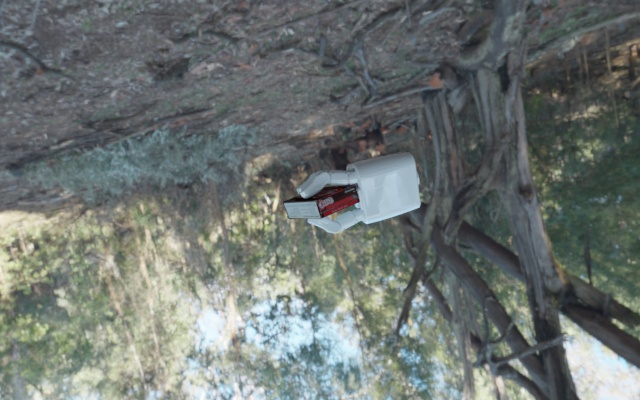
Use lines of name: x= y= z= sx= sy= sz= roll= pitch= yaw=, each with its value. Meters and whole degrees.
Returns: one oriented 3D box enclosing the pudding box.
pudding box: x=0.000 y=0.003 z=0.849 sx=0.090 sy=0.039 sz=0.113 roll=-21 pitch=8 yaw=-34
